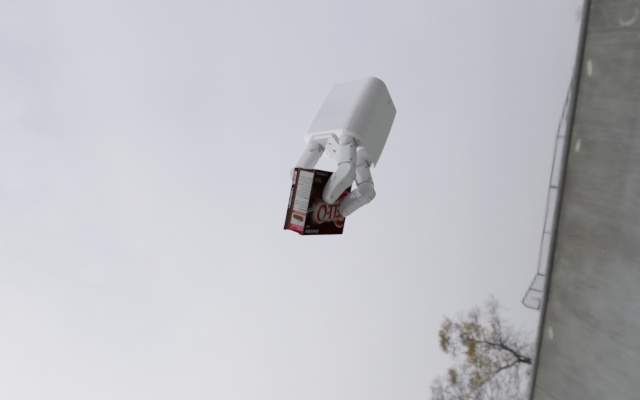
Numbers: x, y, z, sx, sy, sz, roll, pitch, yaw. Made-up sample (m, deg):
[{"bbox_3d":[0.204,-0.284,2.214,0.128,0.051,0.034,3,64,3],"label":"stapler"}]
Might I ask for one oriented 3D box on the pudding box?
[{"bbox_3d":[0.000,0.002,0.672,0.039,0.090,0.113,12,4,33],"label":"pudding box"}]
